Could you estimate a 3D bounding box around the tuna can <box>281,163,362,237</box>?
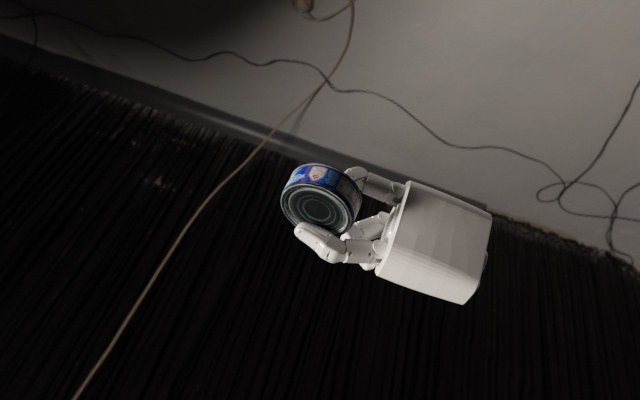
[{"bbox_3d":[0.000,0.002,0.526,0.086,0.086,0.033,0,43,28],"label":"tuna can"}]
